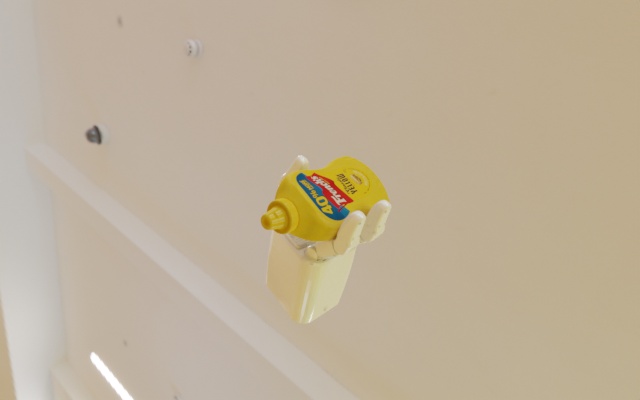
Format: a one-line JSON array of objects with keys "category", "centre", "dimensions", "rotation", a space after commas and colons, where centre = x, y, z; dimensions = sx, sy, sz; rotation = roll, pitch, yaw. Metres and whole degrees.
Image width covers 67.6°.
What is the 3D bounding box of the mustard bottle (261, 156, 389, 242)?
[{"category": "mustard bottle", "centre": [0.000, 0.002, 0.598], "dimensions": [0.191, 0.096, 0.058], "rotation": [-21, -24, -47]}]
